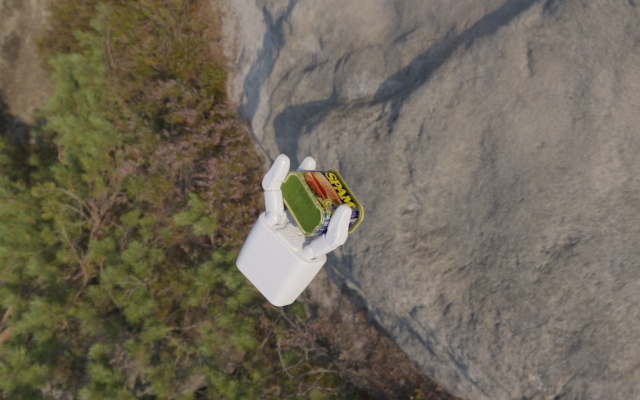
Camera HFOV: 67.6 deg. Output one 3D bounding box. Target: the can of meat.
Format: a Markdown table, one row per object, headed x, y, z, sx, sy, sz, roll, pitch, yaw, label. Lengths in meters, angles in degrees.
| x | y | z | sx | sy | sz | roll | pitch | yaw | label |
| --- | --- | --- | --- | --- | --- | --- | --- | --- | --- |
| 0.000 | 0.002 | 0.696 | 0.084 | 0.102 | 0.057 | -3 | -39 | -44 | can of meat |
